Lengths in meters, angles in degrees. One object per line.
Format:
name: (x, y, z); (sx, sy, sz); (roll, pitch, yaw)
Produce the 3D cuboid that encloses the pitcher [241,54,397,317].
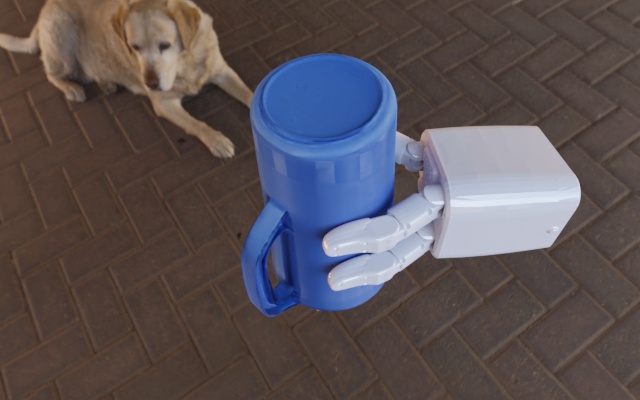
pitcher: (0.000, 0.001, 0.434); (0.145, 0.149, 0.243); (-2, -35, 2)
